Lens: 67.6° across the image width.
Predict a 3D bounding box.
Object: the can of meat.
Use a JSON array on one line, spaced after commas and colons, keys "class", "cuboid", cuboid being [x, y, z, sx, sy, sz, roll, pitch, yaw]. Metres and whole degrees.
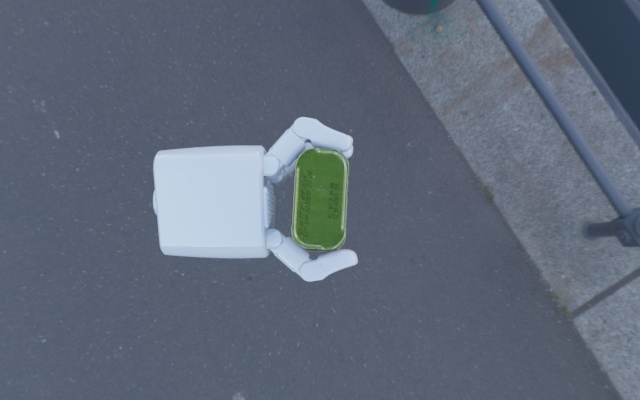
[{"class": "can of meat", "cuboid": [0.000, 0.002, 0.484, 0.057, 0.102, 0.084, 3, -5, 1]}]
